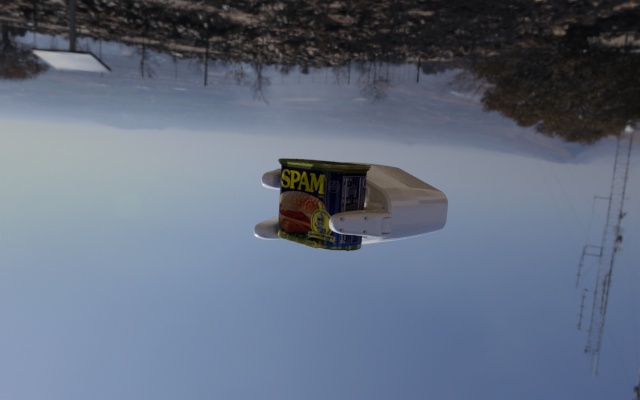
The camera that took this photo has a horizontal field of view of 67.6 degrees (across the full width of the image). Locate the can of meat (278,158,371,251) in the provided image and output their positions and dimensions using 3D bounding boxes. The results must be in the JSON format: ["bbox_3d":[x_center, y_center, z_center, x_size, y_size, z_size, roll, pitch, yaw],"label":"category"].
[{"bbox_3d":[0.000,0.002,0.490,0.057,0.084,0.102,-3,9,-41],"label":"can of meat"}]
